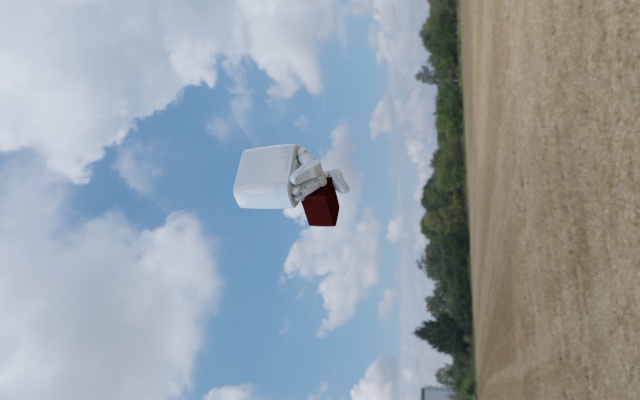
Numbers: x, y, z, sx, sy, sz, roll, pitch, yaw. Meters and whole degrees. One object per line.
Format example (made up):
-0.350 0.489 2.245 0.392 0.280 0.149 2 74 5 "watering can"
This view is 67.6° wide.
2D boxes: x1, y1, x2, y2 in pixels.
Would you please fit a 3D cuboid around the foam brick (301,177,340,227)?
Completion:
0.000 0.003 0.867 0.051 0.078 0.053 -2 41 16 "foam brick"
